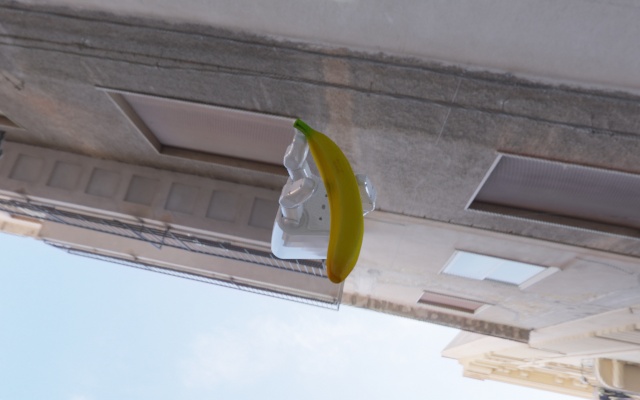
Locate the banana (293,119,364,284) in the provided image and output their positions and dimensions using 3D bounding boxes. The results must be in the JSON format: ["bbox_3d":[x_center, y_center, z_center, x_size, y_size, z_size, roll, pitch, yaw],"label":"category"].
[{"bbox_3d":[0.016,-0.001,0.527,0.069,0.197,0.037,2,-32,-30],"label":"banana"}]
